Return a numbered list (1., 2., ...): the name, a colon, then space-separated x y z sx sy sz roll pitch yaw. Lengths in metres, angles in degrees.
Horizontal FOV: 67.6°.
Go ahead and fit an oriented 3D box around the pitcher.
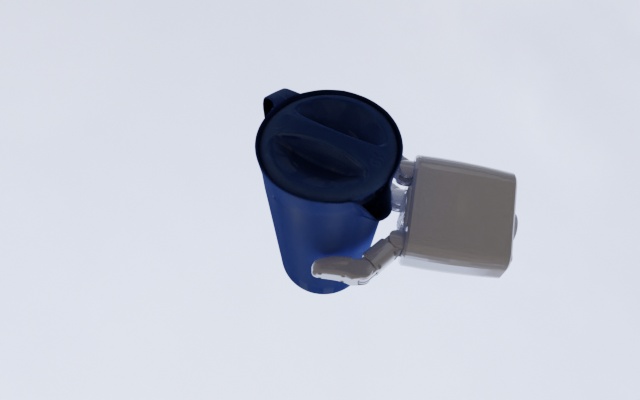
1. pitcher: 0.000 0.002 0.527 0.145 0.149 0.243 8 -33 4
